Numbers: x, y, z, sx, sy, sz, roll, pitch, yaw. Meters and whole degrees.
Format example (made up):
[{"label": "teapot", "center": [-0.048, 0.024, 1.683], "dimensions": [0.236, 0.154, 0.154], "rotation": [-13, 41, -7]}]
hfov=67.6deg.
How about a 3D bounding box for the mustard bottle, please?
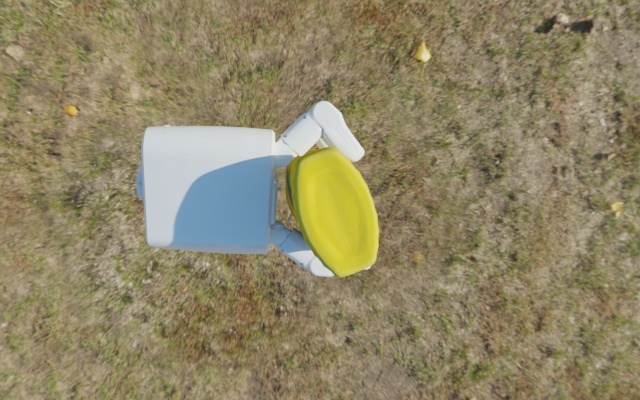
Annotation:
[{"label": "mustard bottle", "center": [0.000, 0.001, 0.437], "dimensions": [0.058, 0.096, 0.191], "rotation": [-22, 8, -5]}]
